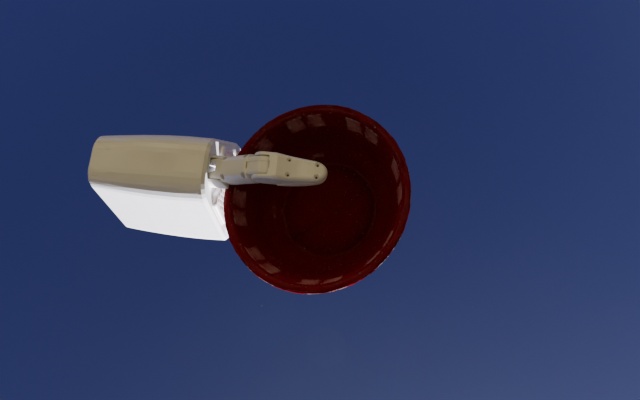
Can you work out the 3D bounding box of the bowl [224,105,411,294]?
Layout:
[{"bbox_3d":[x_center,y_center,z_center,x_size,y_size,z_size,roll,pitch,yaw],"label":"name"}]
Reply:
[{"bbox_3d":[0.001,0.002,0.417,0.162,0.162,0.055,0,-14,16],"label":"bowl"}]
